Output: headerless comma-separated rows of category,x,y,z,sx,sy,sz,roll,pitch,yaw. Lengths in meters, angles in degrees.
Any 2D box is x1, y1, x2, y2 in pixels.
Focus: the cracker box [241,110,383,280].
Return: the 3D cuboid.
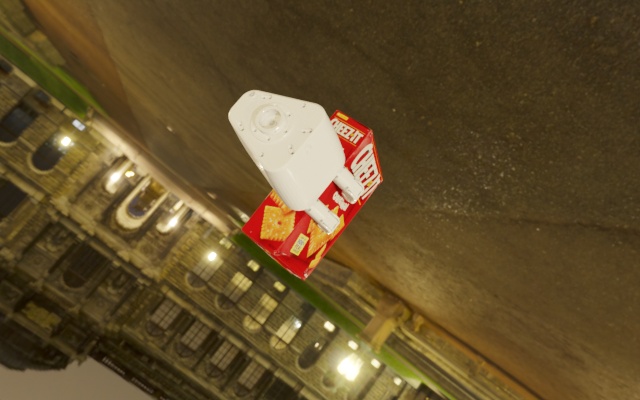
cracker box,0.000,0.002,0.701,0.072,0.213,0.164,35,-11,23
